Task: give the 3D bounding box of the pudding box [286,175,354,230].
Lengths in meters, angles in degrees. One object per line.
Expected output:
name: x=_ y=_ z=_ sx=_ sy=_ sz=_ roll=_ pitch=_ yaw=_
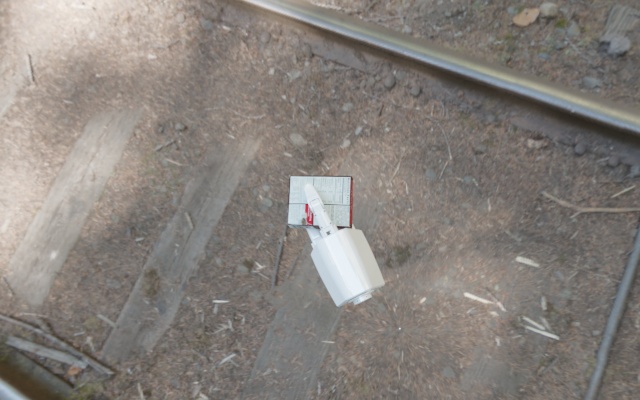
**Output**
pudding box: x=0.000 y=0.003 z=0.824 sx=0.113 sy=0.090 sz=0.039 roll=2 pitch=-9 yaw=7
